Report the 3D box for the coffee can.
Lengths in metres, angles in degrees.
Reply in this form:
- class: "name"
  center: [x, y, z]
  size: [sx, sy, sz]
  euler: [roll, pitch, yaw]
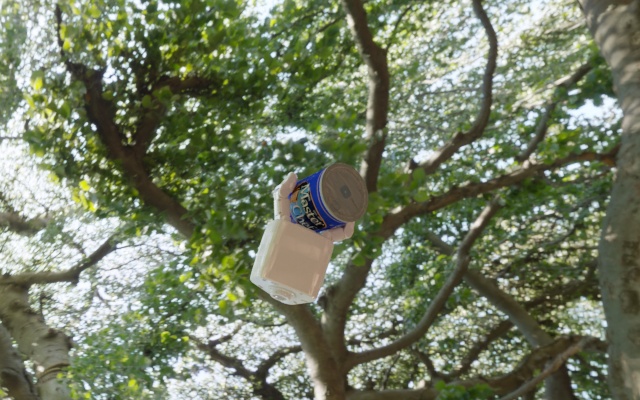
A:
- class: "coffee can"
  center: [0.000, 0.003, 0.845]
  size: [0.103, 0.102, 0.140]
  euler: [0, -14, -39]
